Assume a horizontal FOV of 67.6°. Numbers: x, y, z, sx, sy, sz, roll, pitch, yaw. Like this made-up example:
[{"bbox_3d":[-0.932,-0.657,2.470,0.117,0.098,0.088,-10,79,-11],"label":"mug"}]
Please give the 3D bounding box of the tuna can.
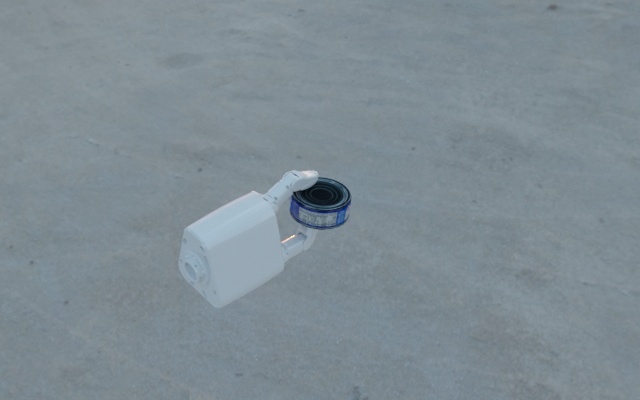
[{"bbox_3d":[0.000,0.002,0.672,0.086,0.034,0.086,5,34,-3],"label":"tuna can"}]
